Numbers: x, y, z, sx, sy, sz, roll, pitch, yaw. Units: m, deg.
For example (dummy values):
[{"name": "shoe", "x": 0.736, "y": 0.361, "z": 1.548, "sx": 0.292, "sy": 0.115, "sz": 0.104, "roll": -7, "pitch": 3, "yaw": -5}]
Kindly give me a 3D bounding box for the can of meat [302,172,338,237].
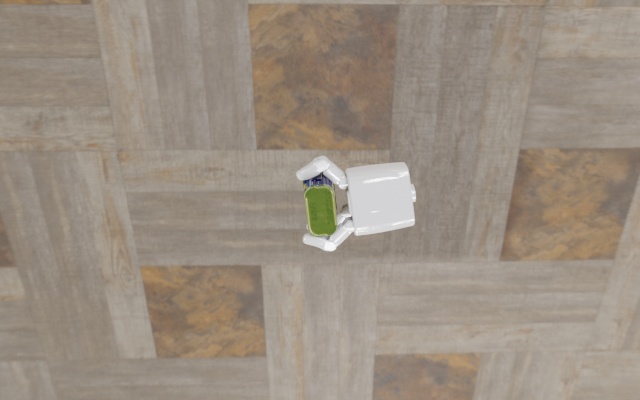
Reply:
[{"name": "can of meat", "x": 0.000, "y": 0.003, "z": 0.840, "sx": 0.057, "sy": 0.102, "sz": 0.084, "roll": -7, "pitch": 24, "yaw": 1}]
